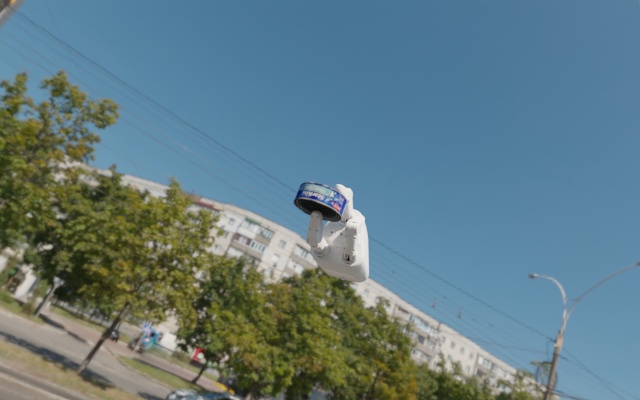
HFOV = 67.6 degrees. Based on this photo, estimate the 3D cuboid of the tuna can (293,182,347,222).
[{"bbox_3d":[0.000,0.002,0.801,0.086,0.033,0.086,19,-18,6],"label":"tuna can"}]
